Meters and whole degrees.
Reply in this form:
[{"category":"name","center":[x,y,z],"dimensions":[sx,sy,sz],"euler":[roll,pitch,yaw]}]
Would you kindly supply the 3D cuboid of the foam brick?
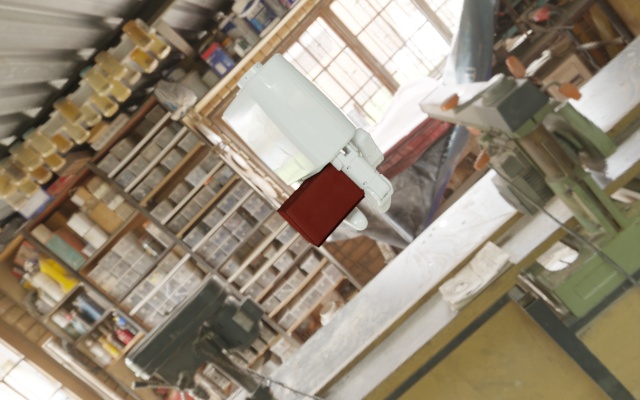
[{"category":"foam brick","center":[0.000,0.002,0.500],"dimensions":[0.051,0.078,0.053],"euler":[44,-10,-12]}]
